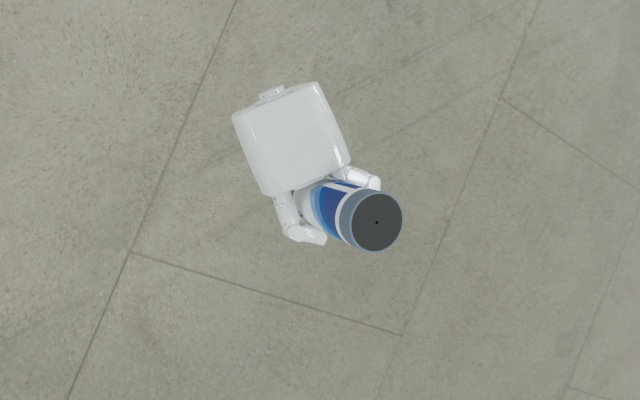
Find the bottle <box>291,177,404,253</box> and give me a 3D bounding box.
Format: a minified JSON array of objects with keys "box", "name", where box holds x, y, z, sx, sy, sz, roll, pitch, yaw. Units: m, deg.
[{"box":[0.000,0.002,0.633,0.069,0.069,0.295,0,8,-24],"name":"bottle"}]
